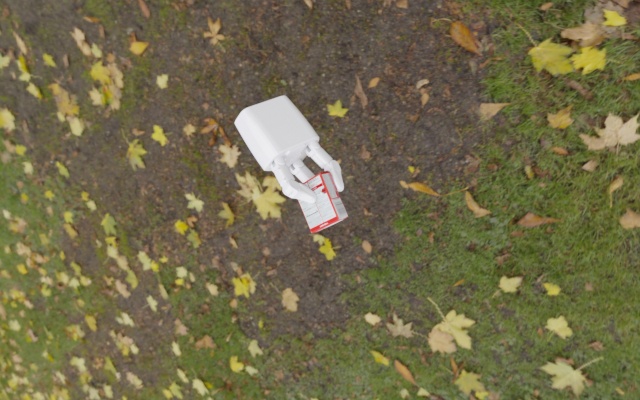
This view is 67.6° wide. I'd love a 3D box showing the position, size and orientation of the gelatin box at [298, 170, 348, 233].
[{"bbox_3d":[0.000,0.003,0.834,0.073,0.089,0.030,-28,-9,41],"label":"gelatin box"}]
